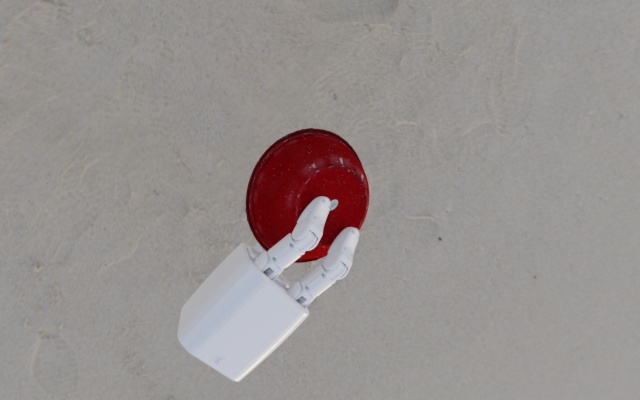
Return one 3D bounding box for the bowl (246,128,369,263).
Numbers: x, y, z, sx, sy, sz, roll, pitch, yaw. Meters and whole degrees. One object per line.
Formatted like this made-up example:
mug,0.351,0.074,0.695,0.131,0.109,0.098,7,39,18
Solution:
bowl,0.001,0.001,0.540,0.162,0.162,0.055,0,12,-31
